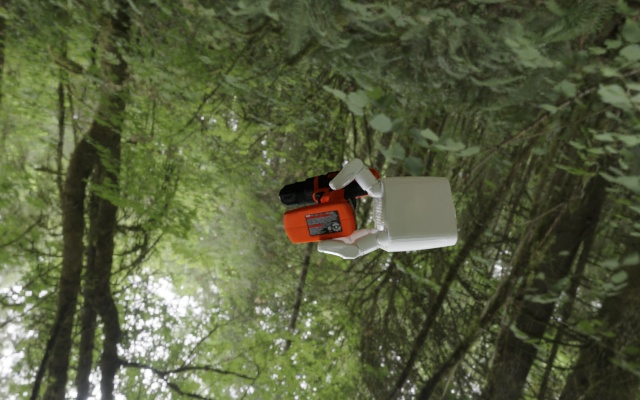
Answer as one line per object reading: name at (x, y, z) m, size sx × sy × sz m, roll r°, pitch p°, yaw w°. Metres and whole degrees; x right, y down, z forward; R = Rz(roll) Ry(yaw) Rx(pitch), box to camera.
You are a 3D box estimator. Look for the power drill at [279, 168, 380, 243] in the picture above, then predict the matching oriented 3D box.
power drill at (0.000, 0.003, 0.777) m, size 0.184 × 0.057 × 0.187 m, roll -11°, pitch 20°, yaw 16°
